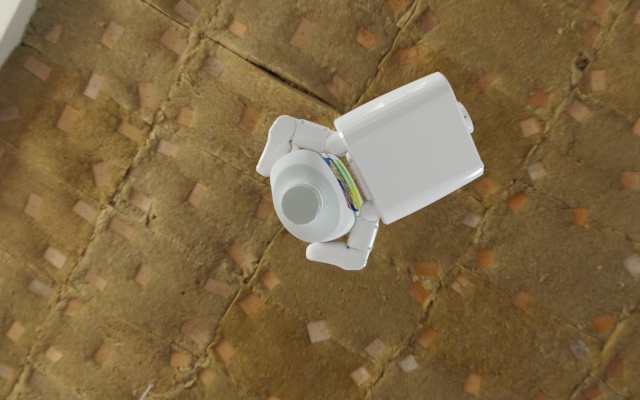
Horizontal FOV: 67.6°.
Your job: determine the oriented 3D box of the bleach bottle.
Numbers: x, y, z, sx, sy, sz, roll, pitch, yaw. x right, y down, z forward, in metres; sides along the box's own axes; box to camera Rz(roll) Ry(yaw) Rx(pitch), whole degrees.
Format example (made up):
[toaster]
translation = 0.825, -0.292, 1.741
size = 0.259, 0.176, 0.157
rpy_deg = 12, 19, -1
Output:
[bleach bottle]
translation = 0.000, 0.001, 0.465
size = 0.068, 0.102, 0.251
rpy_deg = -26, 2, 6
